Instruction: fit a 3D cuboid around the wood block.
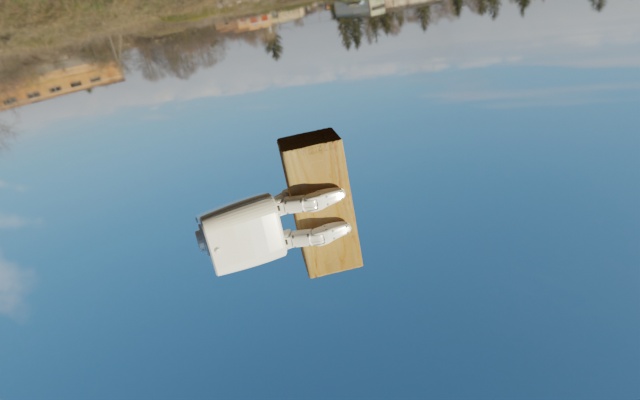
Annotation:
[{"bbox_3d":[0.000,0.003,0.742,0.090,0.206,0.090,-13,22,-5],"label":"wood block"}]
